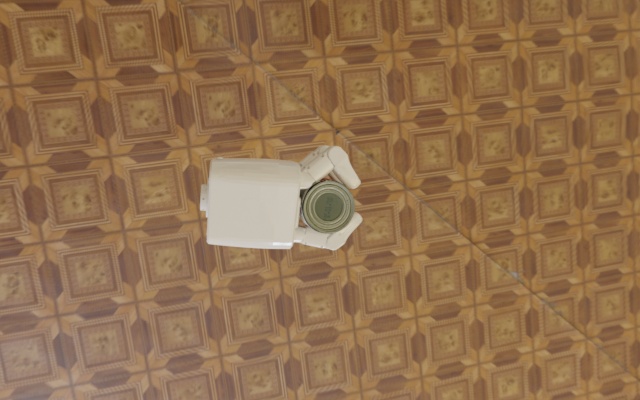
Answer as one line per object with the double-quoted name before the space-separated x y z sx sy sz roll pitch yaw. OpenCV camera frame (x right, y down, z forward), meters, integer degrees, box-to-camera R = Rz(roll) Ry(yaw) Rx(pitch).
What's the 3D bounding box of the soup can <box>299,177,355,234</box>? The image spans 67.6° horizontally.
"soup can" 0.001 0.002 0.624 0.068 0.068 0.102 0 7 -12
